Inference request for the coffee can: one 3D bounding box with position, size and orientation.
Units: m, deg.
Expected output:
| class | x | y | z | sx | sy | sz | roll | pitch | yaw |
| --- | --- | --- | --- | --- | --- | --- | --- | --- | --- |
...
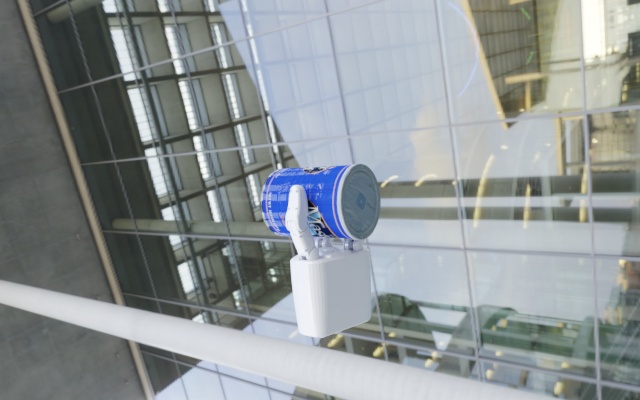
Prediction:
| class | x | y | z | sx | sy | sz | roll | pitch | yaw |
| --- | --- | --- | --- | --- | --- | --- | --- | --- | --- |
| coffee can | 0.000 | 0.002 | 0.682 | 0.140 | 0.103 | 0.103 | 0 | 0 | 36 |
